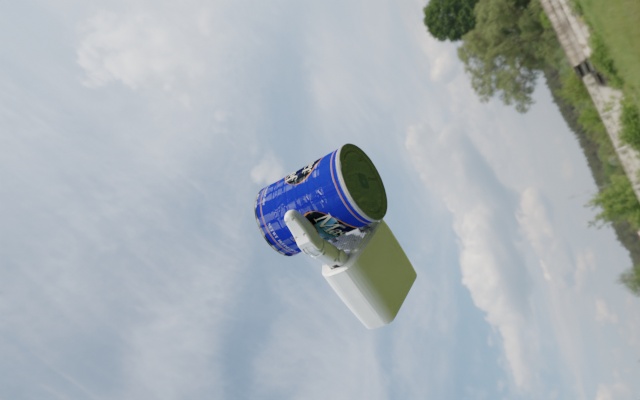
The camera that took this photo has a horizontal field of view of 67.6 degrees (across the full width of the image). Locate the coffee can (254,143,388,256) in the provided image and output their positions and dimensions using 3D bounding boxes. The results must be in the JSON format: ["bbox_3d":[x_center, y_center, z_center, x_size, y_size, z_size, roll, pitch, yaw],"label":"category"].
[{"bbox_3d":[0.000,0.002,0.618,0.140,0.102,0.103,-25,-14,30],"label":"coffee can"}]
